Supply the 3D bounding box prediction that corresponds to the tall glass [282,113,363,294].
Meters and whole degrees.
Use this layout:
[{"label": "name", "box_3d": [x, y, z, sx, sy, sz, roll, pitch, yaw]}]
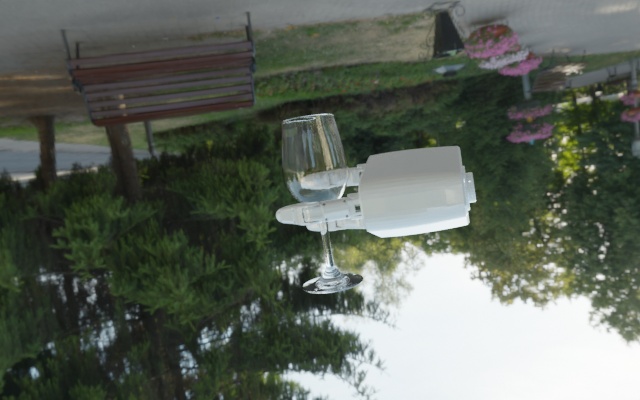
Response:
[{"label": "tall glass", "box_3d": [0.000, 0.003, 0.565, 0.079, 0.201, 0.079, -9, 5, 1]}]
